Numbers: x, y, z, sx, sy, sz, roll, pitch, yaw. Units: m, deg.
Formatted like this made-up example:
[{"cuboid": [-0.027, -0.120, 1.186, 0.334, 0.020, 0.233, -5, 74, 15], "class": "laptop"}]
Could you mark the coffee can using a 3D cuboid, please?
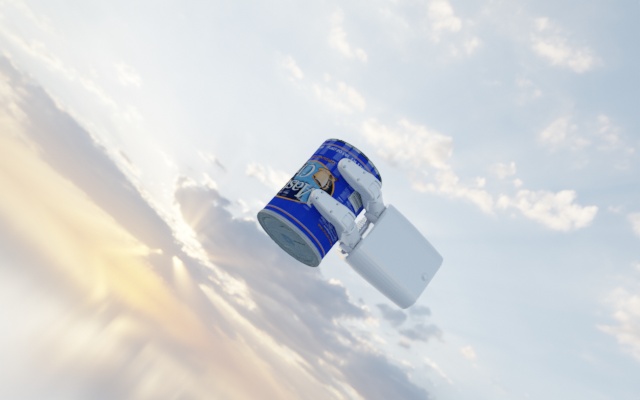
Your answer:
[{"cuboid": [0.000, 0.002, 0.631, 0.103, 0.140, 0.103, 35, -22, 16], "class": "coffee can"}]
